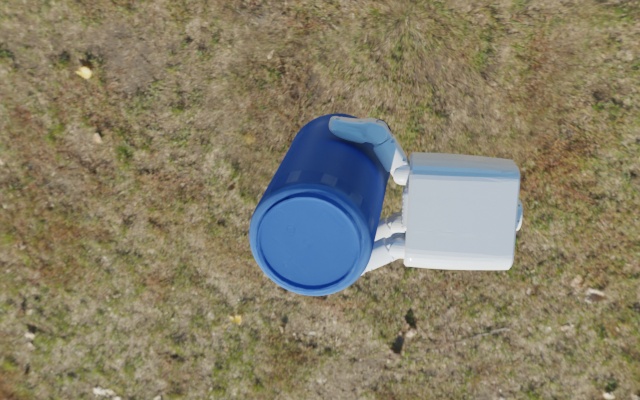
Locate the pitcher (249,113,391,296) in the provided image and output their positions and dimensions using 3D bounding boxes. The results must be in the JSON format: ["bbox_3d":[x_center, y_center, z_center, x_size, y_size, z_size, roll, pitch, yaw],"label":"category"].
[{"bbox_3d":[0.000,0.002,0.513,0.145,0.149,0.242,5,21,8],"label":"pitcher"}]
